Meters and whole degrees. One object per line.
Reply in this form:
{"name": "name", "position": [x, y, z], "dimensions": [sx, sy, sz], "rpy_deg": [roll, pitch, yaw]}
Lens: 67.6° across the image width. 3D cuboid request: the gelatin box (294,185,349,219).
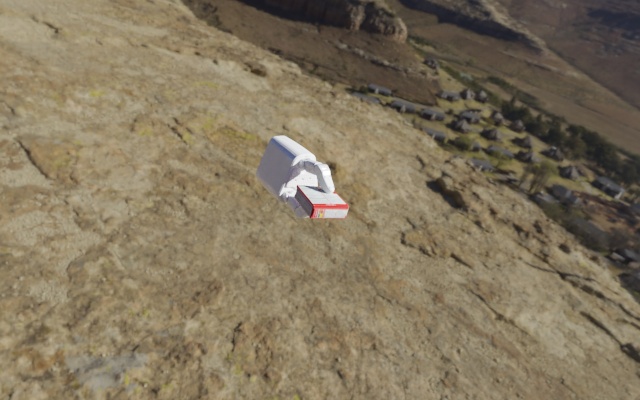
{"name": "gelatin box", "position": [0.000, 0.003, 0.894], "dimensions": [0.073, 0.030, 0.089], "rpy_deg": [2, 25, -27]}
